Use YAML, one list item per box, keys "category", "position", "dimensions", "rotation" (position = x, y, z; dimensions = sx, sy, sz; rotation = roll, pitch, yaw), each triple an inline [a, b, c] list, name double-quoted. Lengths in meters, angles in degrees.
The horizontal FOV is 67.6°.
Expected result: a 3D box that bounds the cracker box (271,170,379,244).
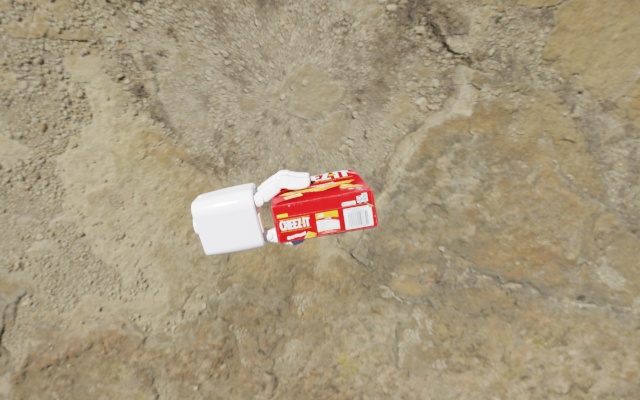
- category: "cracker box"
  position: [0.000, 0.003, 0.845]
  dimensions: [0.164, 0.072, 0.213]
  rotation: [-10, 13, -2]
